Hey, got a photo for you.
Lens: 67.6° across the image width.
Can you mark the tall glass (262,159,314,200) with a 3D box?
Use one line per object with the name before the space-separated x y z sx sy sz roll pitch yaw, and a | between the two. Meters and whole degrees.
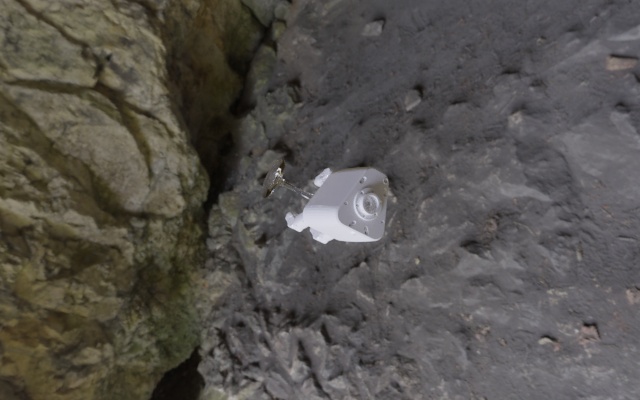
tall glass | 0.000 0.002 0.852 0.201 0.079 0.079 27 -12 -25
